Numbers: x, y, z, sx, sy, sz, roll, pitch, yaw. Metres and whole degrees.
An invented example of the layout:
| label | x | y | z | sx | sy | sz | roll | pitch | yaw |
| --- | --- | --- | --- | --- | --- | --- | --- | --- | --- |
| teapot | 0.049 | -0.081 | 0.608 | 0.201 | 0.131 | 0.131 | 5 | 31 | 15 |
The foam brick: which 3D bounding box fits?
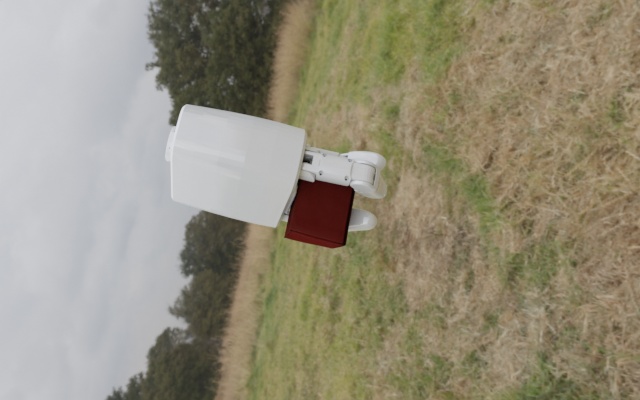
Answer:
| label | x | y | z | sx | sy | sz | roll | pitch | yaw |
| --- | --- | --- | --- | --- | --- | --- | --- | --- | --- |
| foam brick | 0.000 | 0.002 | 0.445 | 0.051 | 0.078 | 0.053 | 13 | -13 | -9 |
